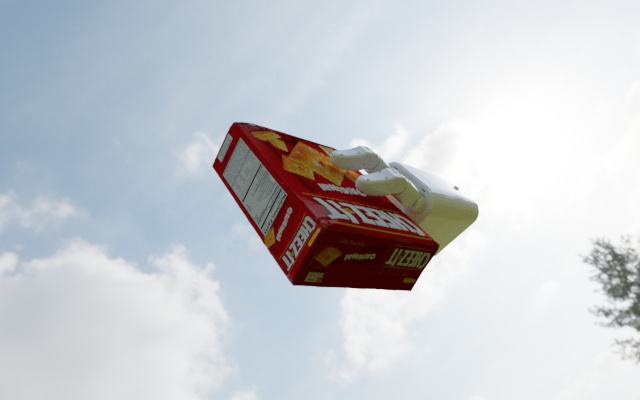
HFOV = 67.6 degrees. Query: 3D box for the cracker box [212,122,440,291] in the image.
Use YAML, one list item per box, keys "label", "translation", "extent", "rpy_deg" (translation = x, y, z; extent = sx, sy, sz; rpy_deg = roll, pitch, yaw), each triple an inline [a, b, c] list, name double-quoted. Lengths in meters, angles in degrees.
- label: "cracker box"
  translation: [0.000, 0.002, 0.520]
  extent: [0.164, 0.072, 0.213]
  rpy_deg: [11, 25, -40]
